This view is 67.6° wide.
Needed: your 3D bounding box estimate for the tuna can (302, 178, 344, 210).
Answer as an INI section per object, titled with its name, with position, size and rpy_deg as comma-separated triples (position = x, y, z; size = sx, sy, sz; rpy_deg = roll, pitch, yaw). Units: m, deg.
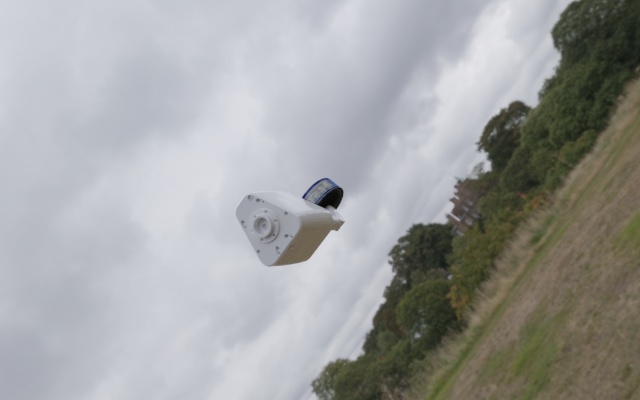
[tuna can]
position = 0.000, 0.002, 0.846
size = 0.033, 0.086, 0.086
rpy_deg = 40, 18, 23
